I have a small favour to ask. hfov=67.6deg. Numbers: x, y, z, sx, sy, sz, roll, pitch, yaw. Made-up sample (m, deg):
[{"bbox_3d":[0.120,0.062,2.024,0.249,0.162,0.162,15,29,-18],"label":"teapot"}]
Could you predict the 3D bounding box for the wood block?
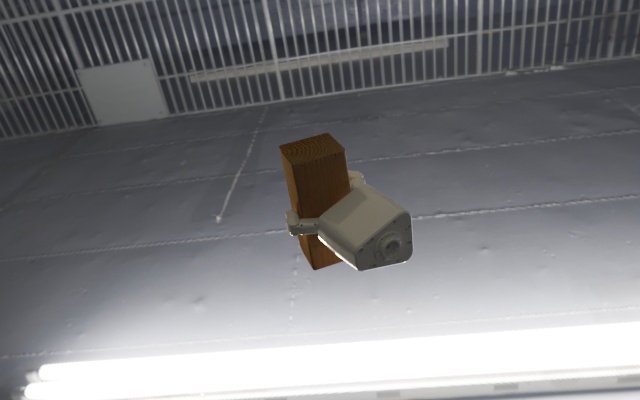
[{"bbox_3d":[0.000,0.003,0.815,0.091,0.206,0.090,-17,31,-12],"label":"wood block"}]
